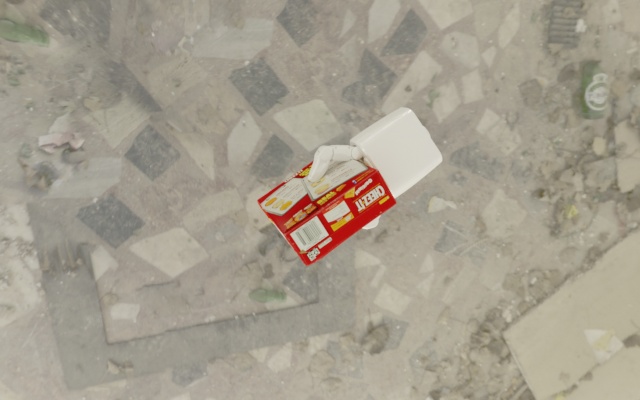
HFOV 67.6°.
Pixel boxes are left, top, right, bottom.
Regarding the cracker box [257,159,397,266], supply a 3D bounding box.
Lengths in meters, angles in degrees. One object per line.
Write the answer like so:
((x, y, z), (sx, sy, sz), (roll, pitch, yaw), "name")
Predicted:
((0.000, 0.002, 0.768), (0.164, 0.072, 0.213), (-35, 21, -7), "cracker box")
